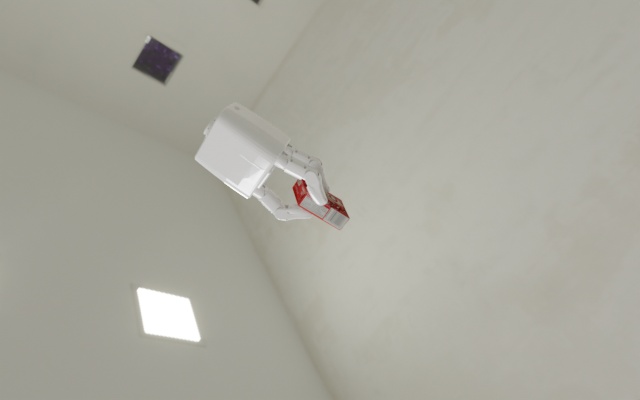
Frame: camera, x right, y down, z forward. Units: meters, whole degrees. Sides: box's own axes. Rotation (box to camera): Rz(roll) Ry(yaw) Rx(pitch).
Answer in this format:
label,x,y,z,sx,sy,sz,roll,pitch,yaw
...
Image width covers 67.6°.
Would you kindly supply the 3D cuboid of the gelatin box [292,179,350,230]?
label,x,y,z,sx,sy,sz,roll,pitch,yaw
gelatin box,0.000,0.003,0.781,0.089,0.030,0.073,32,15,-20
